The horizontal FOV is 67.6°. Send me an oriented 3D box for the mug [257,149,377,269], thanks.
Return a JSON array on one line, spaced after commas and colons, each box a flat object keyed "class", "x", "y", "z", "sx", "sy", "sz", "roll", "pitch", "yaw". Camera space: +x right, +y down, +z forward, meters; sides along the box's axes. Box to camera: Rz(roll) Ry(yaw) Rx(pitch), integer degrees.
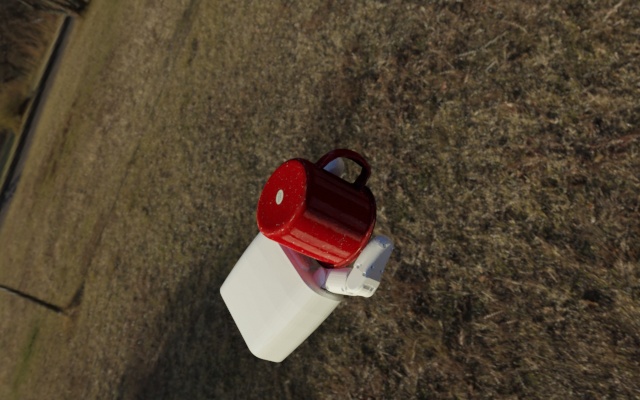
[{"class": "mug", "x": 0.001, "y": 0.000, "z": 0.456, "sx": 0.081, "sy": 0.117, "sz": 0.093, "roll": 26, "pitch": 20, "yaw": -34}]
